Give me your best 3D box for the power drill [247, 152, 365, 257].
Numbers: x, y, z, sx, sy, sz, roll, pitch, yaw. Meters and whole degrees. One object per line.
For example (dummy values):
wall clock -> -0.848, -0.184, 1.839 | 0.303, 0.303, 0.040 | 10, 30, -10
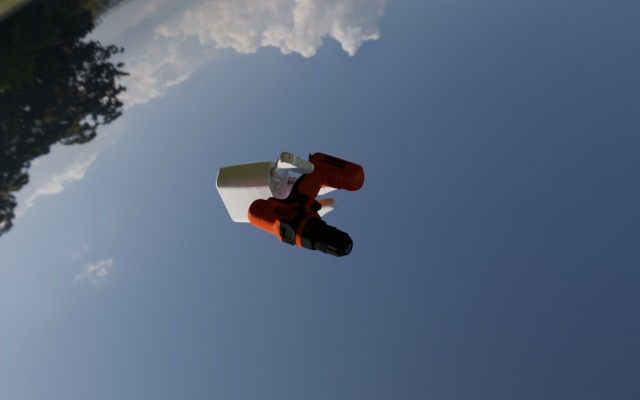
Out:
power drill -> 0.000, 0.002, 0.790 | 0.184, 0.057, 0.187 | 21, 46, 22
